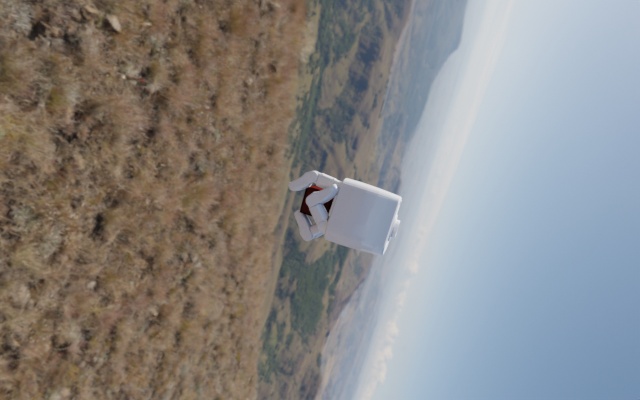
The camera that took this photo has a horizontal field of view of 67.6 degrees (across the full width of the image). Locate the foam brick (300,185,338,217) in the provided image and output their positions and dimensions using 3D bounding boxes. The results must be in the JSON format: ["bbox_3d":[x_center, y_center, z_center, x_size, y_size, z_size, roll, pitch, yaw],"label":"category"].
[{"bbox_3d":[0.000,0.003,0.895,0.051,0.053,0.078,17,8,11],"label":"foam brick"}]
